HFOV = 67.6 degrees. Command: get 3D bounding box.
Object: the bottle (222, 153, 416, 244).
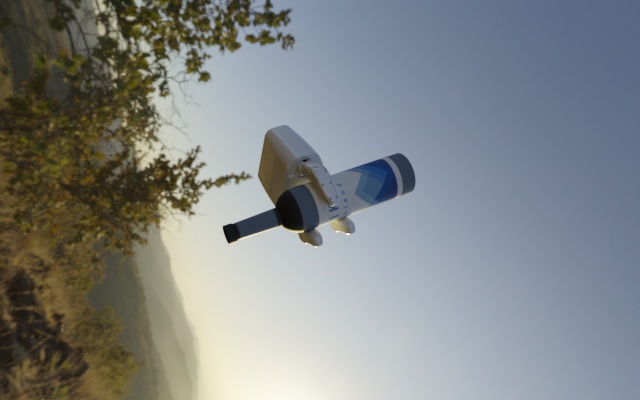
[{"bbox_3d":[0.000,0.002,0.708,0.295,0.069,0.069,-19,6,-19],"label":"bottle"}]
